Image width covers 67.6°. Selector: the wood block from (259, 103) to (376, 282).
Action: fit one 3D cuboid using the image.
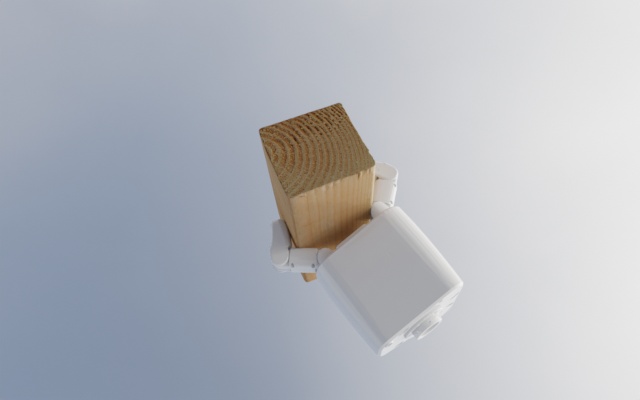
[{"bbox_3d":[0.000,0.002,0.540,0.091,0.090,0.206,-20,-30,-9],"label":"wood block"}]
